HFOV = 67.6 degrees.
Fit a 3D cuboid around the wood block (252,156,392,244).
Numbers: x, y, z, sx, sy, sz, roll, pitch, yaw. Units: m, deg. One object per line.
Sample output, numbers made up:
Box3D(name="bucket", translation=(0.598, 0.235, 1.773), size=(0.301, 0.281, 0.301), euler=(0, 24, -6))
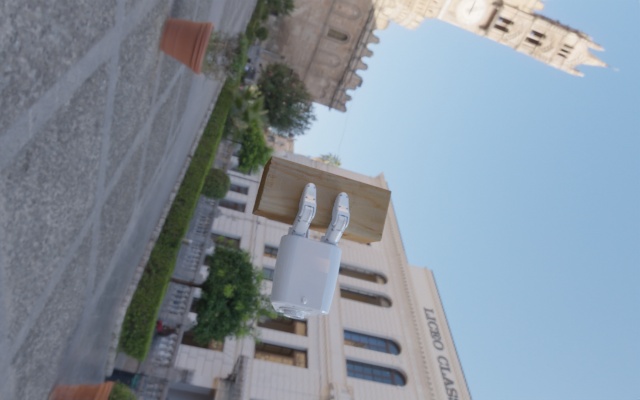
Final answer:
Box3D(name="wood block", translation=(0.000, 0.003, 0.801), size=(0.206, 0.090, 0.091), euler=(16, -11, -13))
